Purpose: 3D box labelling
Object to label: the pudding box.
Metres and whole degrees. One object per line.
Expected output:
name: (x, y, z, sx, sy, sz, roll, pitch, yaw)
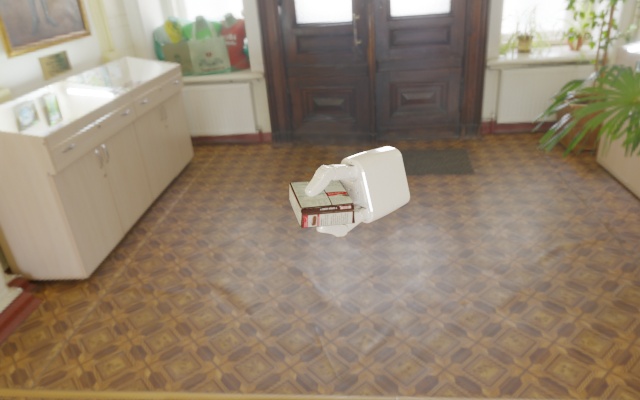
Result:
pudding box: (0.000, 0.002, 0.790, 0.090, 0.039, 0.113, -6, 23, -11)
